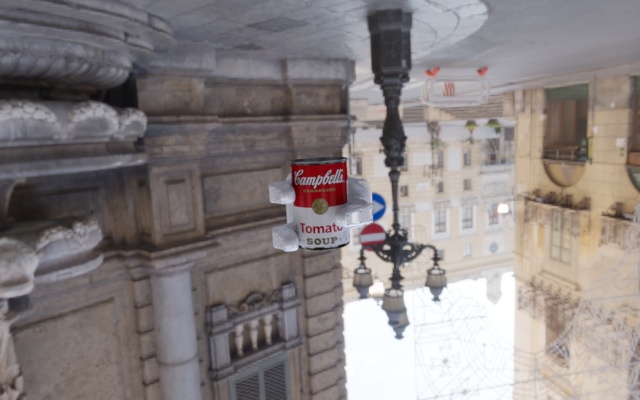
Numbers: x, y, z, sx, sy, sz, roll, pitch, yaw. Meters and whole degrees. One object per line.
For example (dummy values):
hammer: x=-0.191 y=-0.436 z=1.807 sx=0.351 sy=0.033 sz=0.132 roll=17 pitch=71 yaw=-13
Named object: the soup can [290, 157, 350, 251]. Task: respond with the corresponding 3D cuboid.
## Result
soup can: x=0.000 y=0.002 z=0.564 sx=0.068 sy=0.102 sz=0.068 roll=-3 pitch=9 yaw=0
